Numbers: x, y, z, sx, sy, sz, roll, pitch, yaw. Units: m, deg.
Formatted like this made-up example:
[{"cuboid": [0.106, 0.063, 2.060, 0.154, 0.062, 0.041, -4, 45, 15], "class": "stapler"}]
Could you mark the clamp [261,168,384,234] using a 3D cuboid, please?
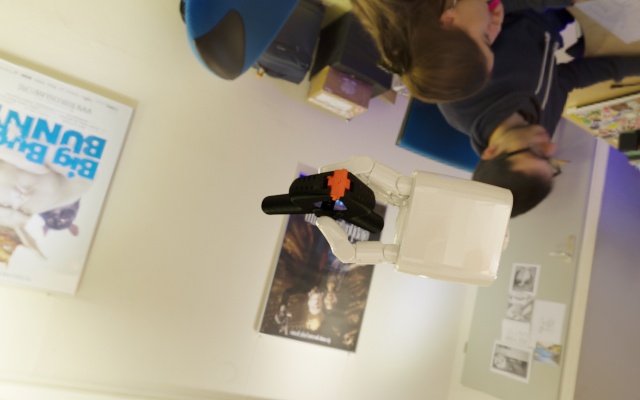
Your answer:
[{"cuboid": [0.000, 0.003, 0.551, 0.164, 0.036, 0.210, 8, -12, 4], "class": "clamp"}]
